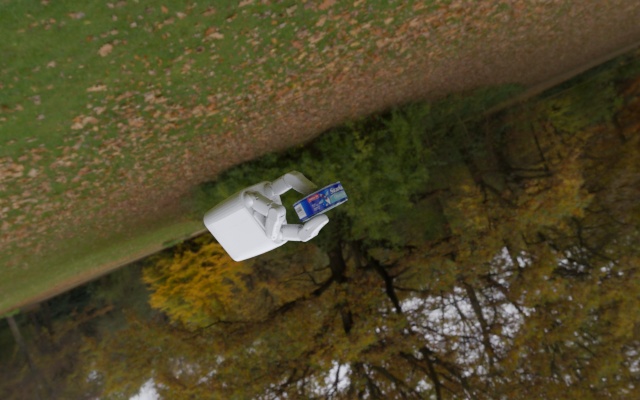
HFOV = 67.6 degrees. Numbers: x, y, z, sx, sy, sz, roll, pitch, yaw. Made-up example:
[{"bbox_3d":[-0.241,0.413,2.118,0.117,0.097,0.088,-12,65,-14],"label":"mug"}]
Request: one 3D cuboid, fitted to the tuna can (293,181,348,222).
[{"bbox_3d":[0.000,0.003,0.772,0.086,0.034,0.086,-27,-3,-1],"label":"tuna can"}]
